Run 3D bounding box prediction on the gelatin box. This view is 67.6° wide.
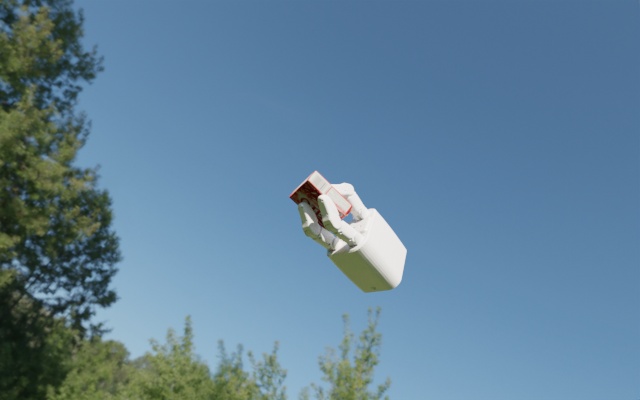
[{"bbox_3d":[0.000,0.002,0.808,0.030,0.089,0.073,-50,7,-37],"label":"gelatin box"}]
